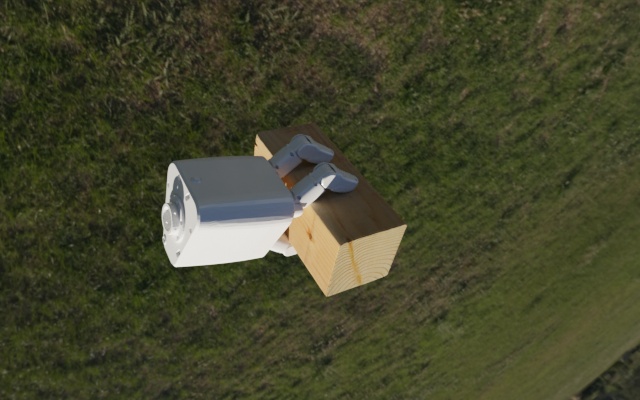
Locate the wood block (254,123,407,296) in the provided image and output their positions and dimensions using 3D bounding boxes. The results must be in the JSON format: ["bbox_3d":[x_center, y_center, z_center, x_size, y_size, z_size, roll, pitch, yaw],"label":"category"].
[{"bbox_3d":[0.000,0.002,0.587,0.090,0.091,0.206,-14,47,-28],"label":"wood block"}]
